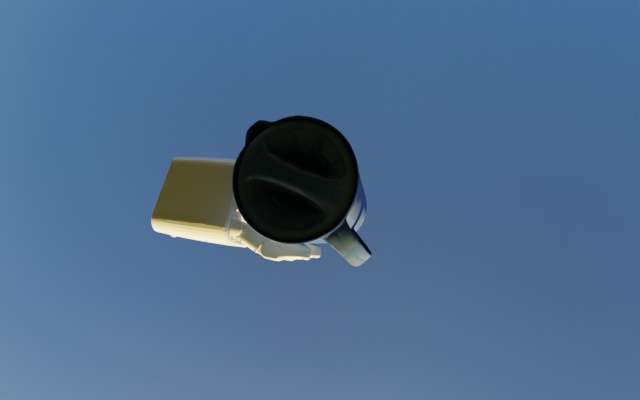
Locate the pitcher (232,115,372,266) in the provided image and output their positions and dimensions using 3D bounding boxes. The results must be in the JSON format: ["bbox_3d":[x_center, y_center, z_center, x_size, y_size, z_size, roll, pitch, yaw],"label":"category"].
[{"bbox_3d":[0.000,0.002,0.594,0.145,0.149,0.243,4,-7,12],"label":"pitcher"}]
